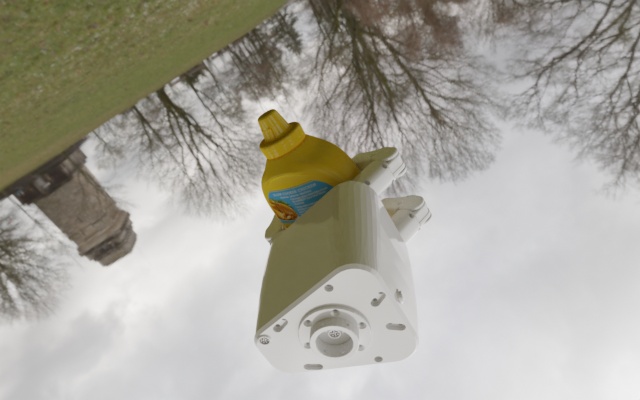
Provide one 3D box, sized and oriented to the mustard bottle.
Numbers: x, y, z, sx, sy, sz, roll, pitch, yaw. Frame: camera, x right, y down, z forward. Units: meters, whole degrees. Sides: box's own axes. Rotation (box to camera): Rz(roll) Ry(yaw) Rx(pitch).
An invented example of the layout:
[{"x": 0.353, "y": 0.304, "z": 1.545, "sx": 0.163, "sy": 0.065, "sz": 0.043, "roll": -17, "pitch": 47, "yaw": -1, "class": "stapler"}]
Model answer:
[{"x": 0.000, "y": 0.001, "z": 0.441, "sx": 0.096, "sy": 0.192, "sz": 0.058, "roll": -12, "pitch": 32, "yaw": 38, "class": "mustard bottle"}]
